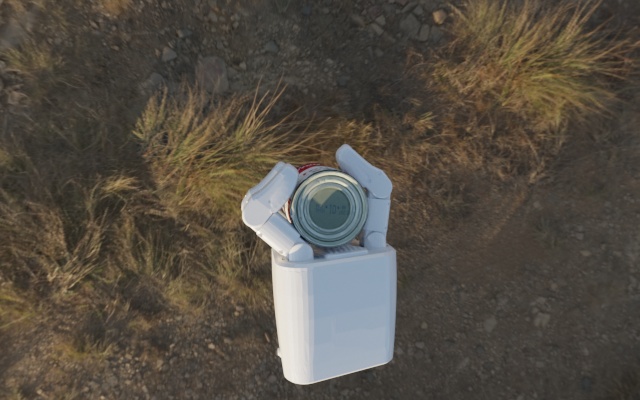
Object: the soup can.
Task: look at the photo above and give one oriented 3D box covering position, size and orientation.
[{"bbox_3d":[0.000,0.001,0.441,0.068,0.068,0.102,0,7,-9],"label":"soup can"}]
